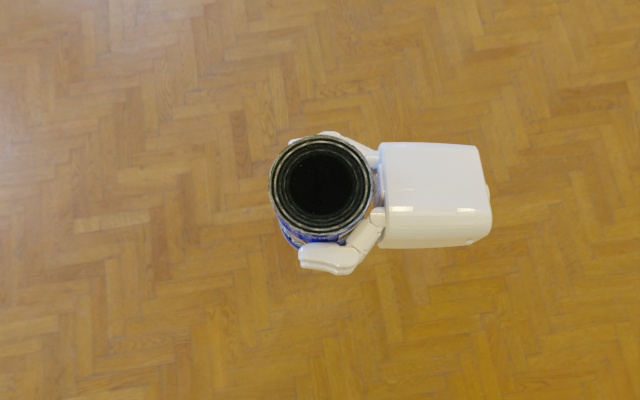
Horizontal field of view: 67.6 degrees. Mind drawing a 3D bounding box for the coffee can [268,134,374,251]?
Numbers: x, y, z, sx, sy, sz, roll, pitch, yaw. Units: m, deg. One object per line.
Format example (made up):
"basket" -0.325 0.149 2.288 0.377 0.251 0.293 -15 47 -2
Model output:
"coffee can" 0.000 0.002 0.525 0.103 0.102 0.140 0 -15 0
